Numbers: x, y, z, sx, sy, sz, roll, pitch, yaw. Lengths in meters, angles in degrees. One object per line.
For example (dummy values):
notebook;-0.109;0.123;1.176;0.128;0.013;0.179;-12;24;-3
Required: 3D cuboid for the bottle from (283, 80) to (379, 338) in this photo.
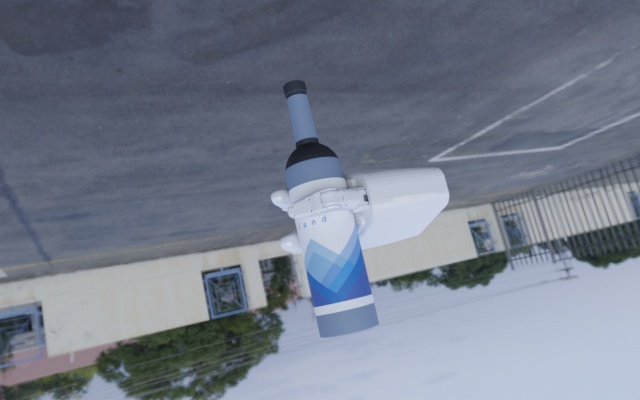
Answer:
bottle;0.000;0.002;0.549;0.069;0.295;0.069;-12;-10;-2
